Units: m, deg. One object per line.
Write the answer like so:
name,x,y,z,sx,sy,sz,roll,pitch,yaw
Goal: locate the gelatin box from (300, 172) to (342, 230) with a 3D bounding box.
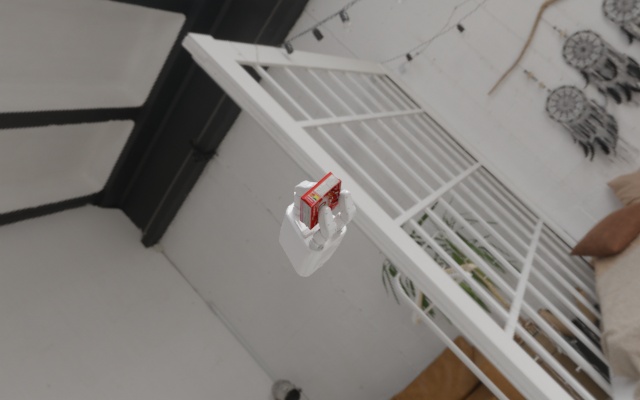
gelatin box,0.000,0.002,0.820,0.073,0.030,0.089,-41,-20,-22
